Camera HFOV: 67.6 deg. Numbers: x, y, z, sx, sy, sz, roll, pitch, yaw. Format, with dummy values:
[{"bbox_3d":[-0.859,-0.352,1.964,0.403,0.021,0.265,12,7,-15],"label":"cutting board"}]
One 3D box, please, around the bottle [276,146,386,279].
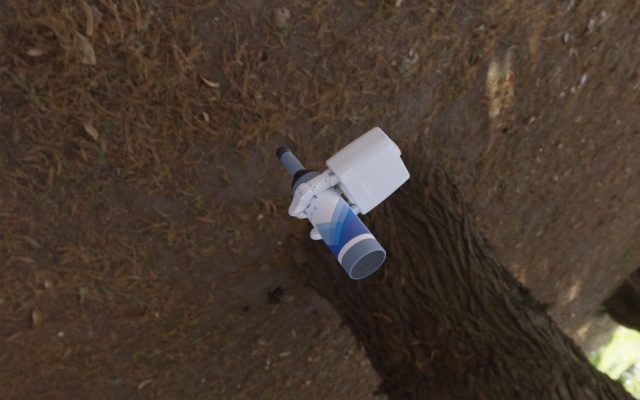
[{"bbox_3d":[0.000,0.003,0.813,0.069,0.069,0.295,0,40,-40],"label":"bottle"}]
